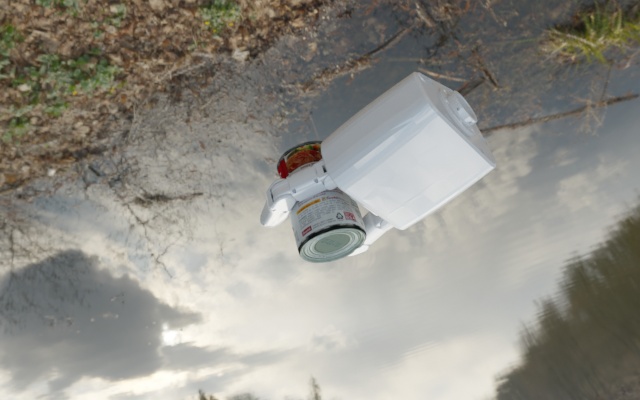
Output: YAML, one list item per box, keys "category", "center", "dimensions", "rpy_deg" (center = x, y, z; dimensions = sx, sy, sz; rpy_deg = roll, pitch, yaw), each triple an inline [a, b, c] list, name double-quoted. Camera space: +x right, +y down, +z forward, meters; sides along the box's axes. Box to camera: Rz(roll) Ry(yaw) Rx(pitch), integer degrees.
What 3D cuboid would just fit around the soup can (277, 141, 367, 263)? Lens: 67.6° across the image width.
- category: "soup can"
  center: [0.000, 0.002, 0.471]
  dimensions: [0.068, 0.102, 0.068]
  rpy_deg: [-12, -31, -7]
